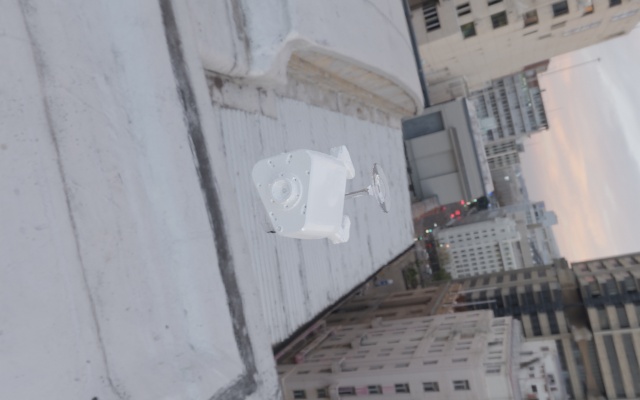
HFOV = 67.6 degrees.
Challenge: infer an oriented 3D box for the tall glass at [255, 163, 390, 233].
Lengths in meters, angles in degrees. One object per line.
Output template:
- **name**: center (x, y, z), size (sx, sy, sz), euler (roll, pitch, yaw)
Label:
- **tall glass**: center (0.001, 0.002, 0.735), size (0.201, 0.079, 0.079), euler (-13, -5, 23)
